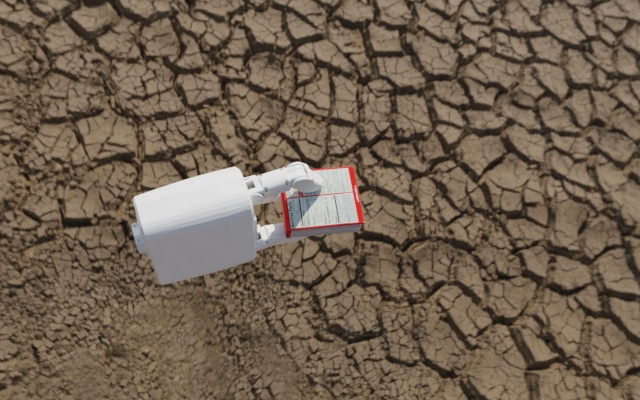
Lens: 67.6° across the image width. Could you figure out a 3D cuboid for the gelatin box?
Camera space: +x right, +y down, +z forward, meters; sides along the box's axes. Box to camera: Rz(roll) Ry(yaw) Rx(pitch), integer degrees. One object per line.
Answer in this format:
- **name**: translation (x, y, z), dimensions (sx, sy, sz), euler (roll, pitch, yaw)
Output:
- **gelatin box**: translation (0.000, 0.002, 0.545), dimensions (0.089, 0.073, 0.030), euler (-6, -24, -9)
